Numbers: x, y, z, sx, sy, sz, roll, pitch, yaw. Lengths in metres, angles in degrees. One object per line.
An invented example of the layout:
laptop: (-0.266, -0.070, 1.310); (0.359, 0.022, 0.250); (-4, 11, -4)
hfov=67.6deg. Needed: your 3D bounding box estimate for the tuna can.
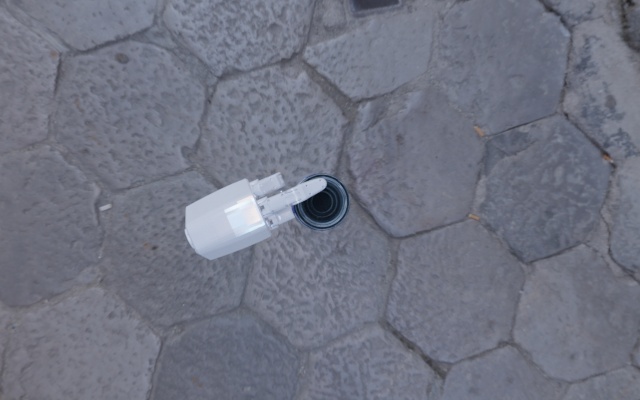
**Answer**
tuna can: (0.000, 0.002, 0.710); (0.086, 0.086, 0.034); (0, -1, -10)
